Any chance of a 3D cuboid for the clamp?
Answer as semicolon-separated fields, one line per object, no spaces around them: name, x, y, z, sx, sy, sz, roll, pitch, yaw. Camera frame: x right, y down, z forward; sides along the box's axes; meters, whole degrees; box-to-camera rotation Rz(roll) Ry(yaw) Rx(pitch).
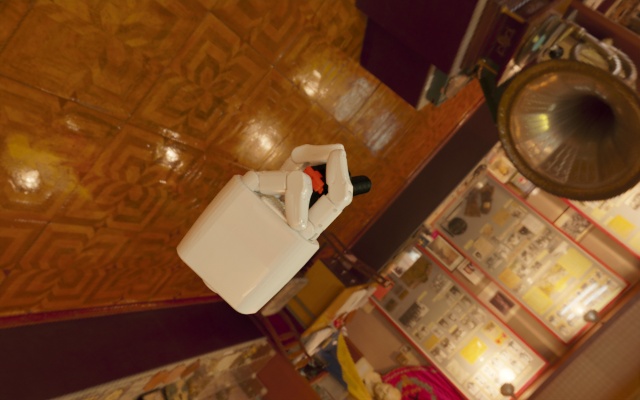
clamp;0.001;0.002;0.585;0.039;0.120;0.171;44;7;20
